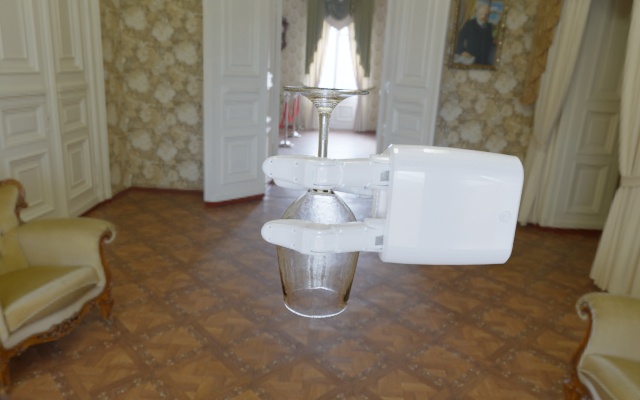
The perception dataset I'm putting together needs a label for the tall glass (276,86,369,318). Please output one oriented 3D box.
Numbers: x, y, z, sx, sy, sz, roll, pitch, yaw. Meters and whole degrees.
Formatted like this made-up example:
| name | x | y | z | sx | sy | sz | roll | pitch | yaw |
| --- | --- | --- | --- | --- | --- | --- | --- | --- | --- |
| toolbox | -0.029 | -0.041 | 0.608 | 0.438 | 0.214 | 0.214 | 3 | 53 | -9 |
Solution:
| name | x | y | z | sx | sy | sz | roll | pitch | yaw |
| --- | --- | --- | --- | --- | --- | --- | --- | --- | --- |
| tall glass | 0.000 | 0.001 | 0.432 | 0.079 | 0.201 | 0.079 | 3 | 15 | -1 |
